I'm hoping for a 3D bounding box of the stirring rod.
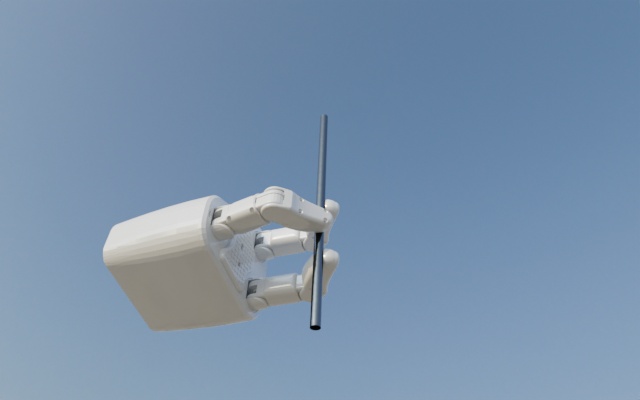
[{"bbox_3d":[0.000,0.001,0.417,0.011,0.239,0.011,1,-43,1],"label":"stirring rod"}]
